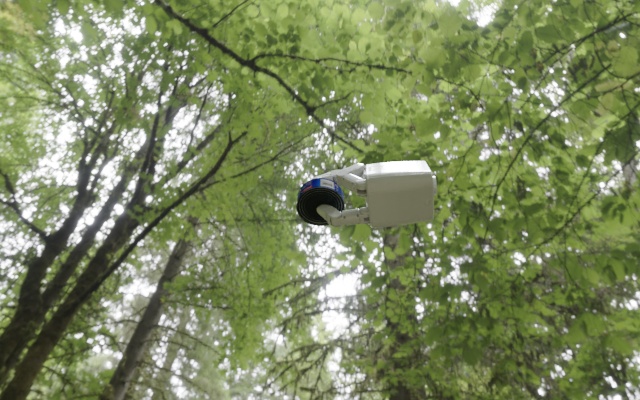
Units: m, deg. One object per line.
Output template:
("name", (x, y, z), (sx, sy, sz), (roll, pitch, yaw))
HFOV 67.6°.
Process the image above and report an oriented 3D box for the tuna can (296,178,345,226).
("tuna can", (0.000, 0.002, 0.854), (0.086, 0.086, 0.033), (0, 36, 0))
